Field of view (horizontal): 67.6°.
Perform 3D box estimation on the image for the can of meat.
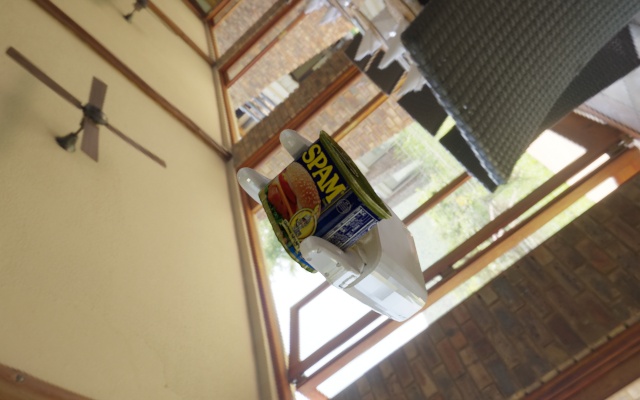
[{"bbox_3d":[0.000,0.002,0.421,0.057,0.084,0.102,38,16,-44],"label":"can of meat"}]
